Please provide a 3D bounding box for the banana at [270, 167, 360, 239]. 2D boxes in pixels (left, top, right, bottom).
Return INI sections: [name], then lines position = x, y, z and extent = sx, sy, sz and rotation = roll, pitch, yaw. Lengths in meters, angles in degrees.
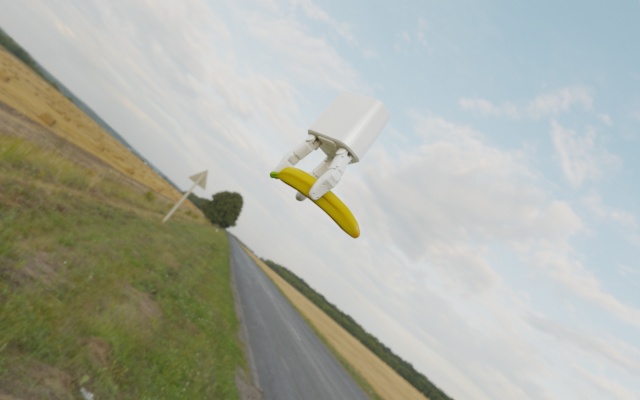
[banana]
position = 0.002, -0.002, 0.836
extent = 0.198, 0.037, 0.069
rotation = 38, -15, -6
